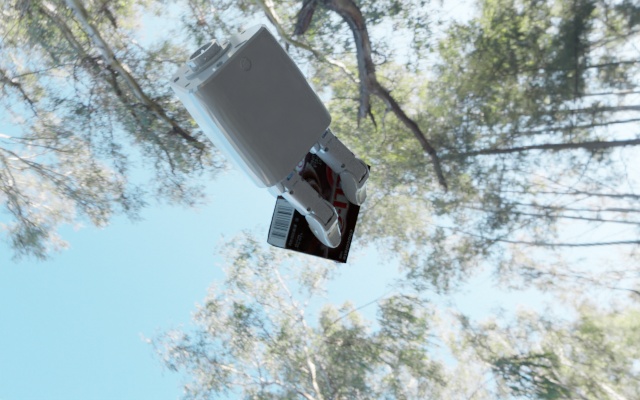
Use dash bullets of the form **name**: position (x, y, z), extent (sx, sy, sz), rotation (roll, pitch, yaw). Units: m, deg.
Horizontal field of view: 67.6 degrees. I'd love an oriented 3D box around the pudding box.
- **pudding box**: position (0.000, 0.002, 0.494), extent (0.090, 0.113, 0.039), rotation (20, -6, -42)
